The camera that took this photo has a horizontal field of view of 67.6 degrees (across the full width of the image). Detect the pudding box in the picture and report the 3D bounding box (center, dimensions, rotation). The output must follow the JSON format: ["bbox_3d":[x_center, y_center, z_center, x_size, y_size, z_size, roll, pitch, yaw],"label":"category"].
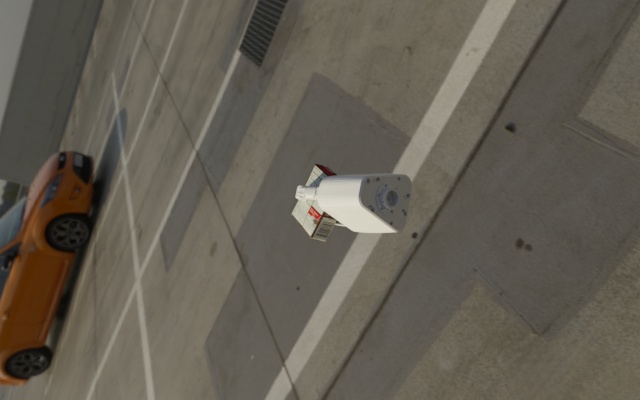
[{"bbox_3d":[0.000,0.003,0.858,0.039,0.113,0.090,17,18,-35],"label":"pudding box"}]
